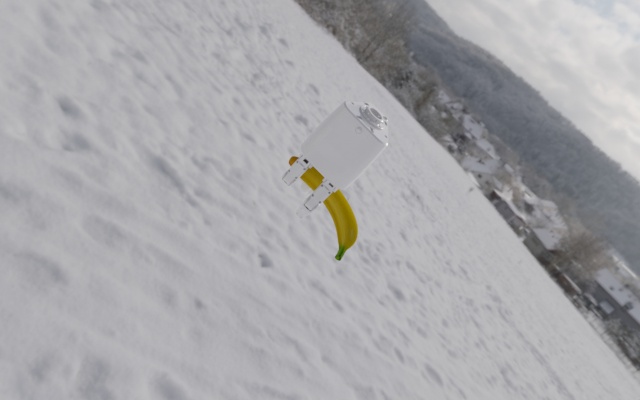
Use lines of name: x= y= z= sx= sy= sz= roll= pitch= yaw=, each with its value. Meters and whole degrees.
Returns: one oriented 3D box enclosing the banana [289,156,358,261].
banana: x=0.014 y=0.003 z=0.817 sx=0.069 sy=0.197 sz=0.037 roll=-11 pitch=-22 yaw=-47
